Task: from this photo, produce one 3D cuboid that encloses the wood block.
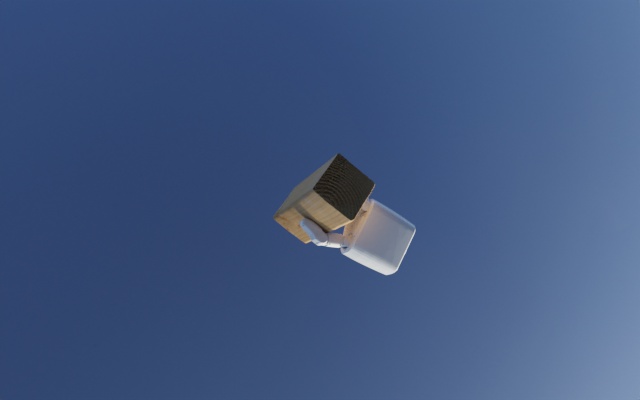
[{"bbox_3d":[0.000,0.003,0.898,0.090,0.090,0.206,39,-28,-10],"label":"wood block"}]
